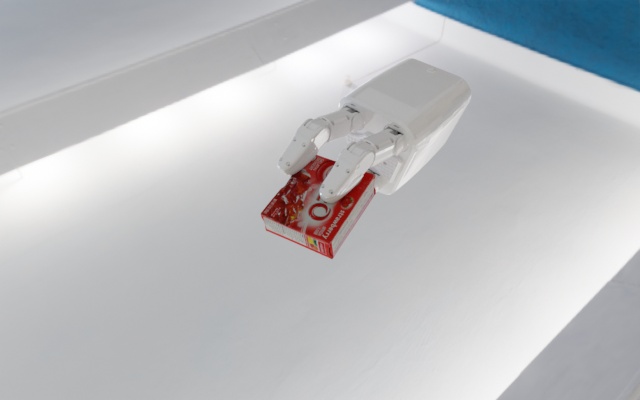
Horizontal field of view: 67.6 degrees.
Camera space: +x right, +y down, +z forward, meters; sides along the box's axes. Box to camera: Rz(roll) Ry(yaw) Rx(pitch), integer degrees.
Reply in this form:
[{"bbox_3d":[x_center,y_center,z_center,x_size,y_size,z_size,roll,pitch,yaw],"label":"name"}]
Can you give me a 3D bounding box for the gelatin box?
[{"bbox_3d":[0.000,0.002,0.443,0.073,0.089,0.030,22,-33,23],"label":"gelatin box"}]
